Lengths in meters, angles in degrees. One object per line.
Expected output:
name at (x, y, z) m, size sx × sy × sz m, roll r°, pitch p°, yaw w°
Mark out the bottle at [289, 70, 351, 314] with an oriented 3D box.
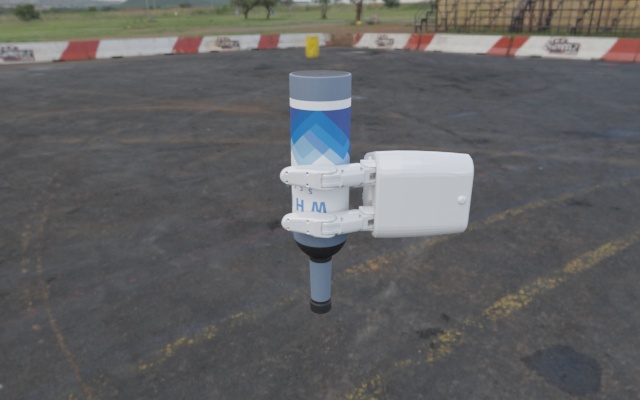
bottle at (0.000, 0.002, 0.562) m, size 0.069 × 0.296 × 0.069 m, roll 0°, pitch 21°, yaw 0°
